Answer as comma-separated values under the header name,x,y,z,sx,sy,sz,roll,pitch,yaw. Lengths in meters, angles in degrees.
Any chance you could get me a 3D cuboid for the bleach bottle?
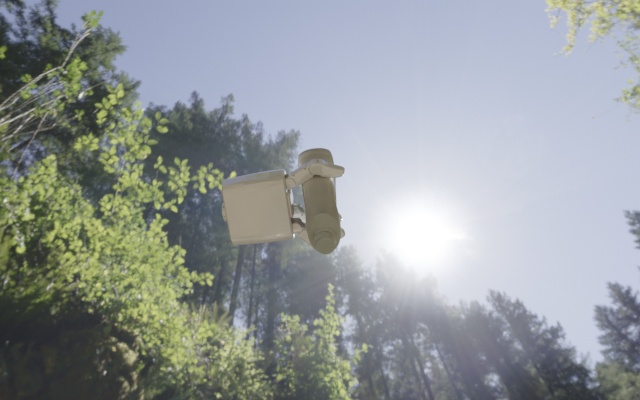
name,x,y,z,sx,sy,sz,roll,pitch,yaw
bleach bottle,0.000,0.003,0.797,0.068,0.103,0.250,-8,27,1
